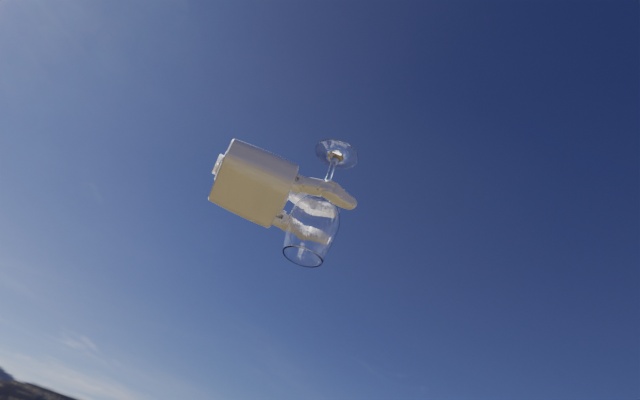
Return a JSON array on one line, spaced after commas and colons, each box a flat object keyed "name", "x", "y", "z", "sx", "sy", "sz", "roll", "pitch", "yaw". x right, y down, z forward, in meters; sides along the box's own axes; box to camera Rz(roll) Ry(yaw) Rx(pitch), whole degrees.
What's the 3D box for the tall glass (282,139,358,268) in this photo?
[{"name": "tall glass", "x": 0.000, "y": 0.002, "z": 0.747, "sx": 0.079, "sy": 0.201, "sz": 0.079, "roll": 13, "pitch": -32, "yaw": 8}]
